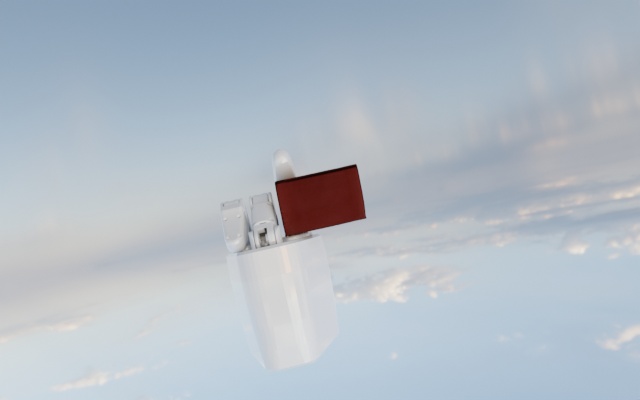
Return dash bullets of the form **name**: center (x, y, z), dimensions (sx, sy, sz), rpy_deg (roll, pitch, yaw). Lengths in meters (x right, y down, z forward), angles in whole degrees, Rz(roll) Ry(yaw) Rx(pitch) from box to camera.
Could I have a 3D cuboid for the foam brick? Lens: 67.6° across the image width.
- **foam brick**: center (0.000, 0.001, 0.455), dimensions (0.078, 0.051, 0.053), rpy_deg (-13, -4, -2)
